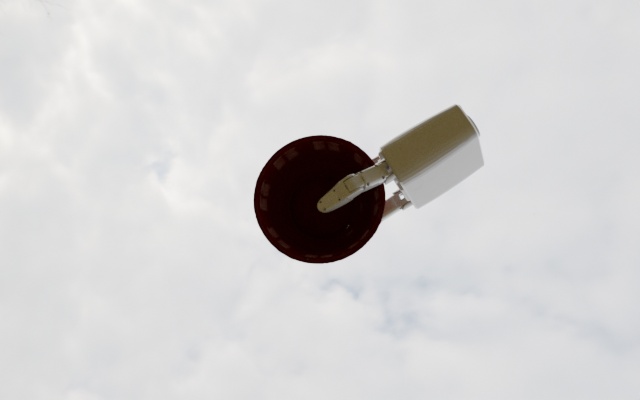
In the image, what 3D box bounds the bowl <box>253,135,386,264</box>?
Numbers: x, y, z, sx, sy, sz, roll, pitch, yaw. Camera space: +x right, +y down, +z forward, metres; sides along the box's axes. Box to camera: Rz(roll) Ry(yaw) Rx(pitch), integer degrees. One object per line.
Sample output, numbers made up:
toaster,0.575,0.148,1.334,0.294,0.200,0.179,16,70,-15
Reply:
bowl,-0.001,0.002,0.604,0.162,0.162,0.055,0,-13,5
